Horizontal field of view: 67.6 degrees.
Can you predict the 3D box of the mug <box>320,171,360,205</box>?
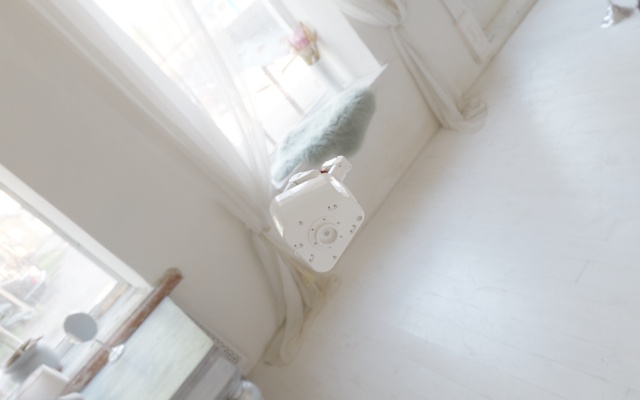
[{"bbox_3d":[0.000,0.002,0.787,0.093,0.081,0.117,-42,23,2],"label":"mug"}]
